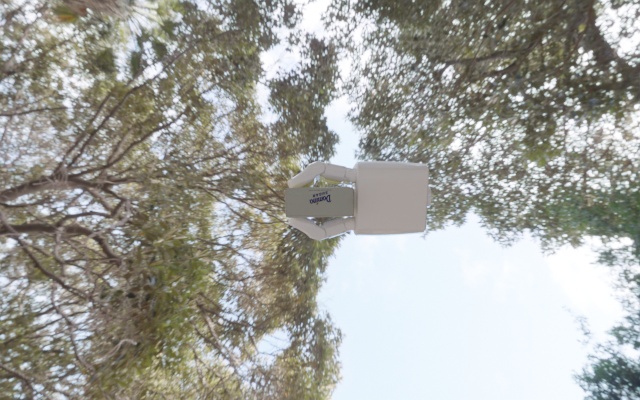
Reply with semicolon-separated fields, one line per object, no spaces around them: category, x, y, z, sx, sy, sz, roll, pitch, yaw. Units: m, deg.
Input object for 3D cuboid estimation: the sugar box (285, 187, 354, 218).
sugar box;0.000;0.002;0.711;0.093;0.048;0.176;-1;-3;0
